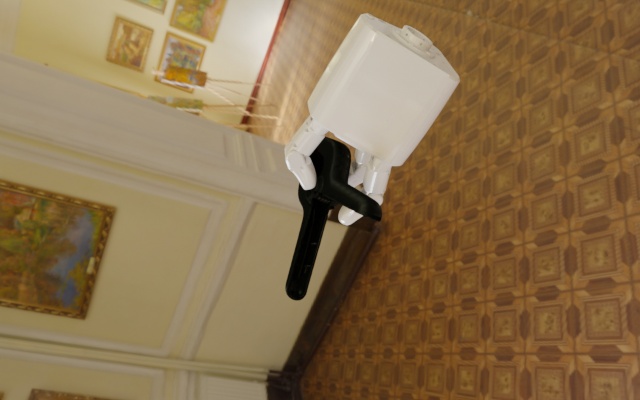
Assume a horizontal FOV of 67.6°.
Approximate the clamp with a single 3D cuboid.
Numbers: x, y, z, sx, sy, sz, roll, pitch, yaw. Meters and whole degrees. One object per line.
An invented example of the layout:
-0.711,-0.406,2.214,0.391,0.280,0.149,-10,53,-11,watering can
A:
-0.001,0.001,0.559,0.036,0.165,0.209,22,33,-24,clamp
